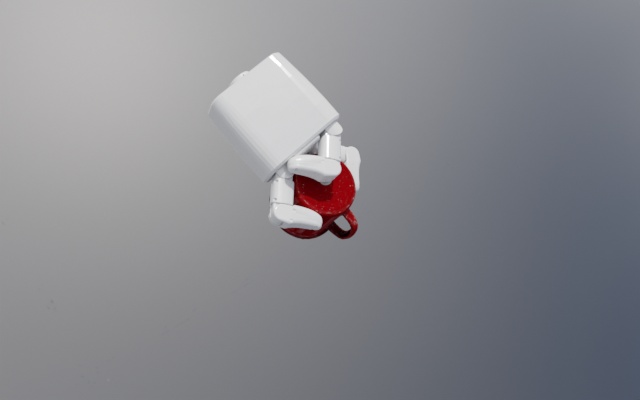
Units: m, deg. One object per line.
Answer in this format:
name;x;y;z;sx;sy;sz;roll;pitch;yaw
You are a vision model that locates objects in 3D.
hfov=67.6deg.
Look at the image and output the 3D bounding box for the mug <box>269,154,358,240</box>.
mug;0.001;0.003;0.595;0.093;0.117;0.081;-43;0;-30
